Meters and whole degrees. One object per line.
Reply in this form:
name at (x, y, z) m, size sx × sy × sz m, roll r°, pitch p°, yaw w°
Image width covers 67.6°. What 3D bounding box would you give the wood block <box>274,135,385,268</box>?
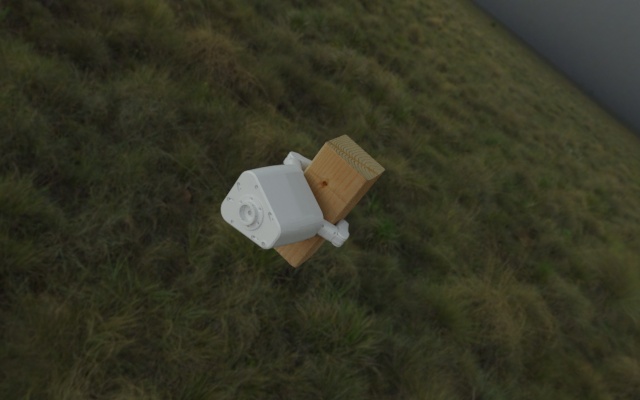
wood block at (0.000, 0.003, 0.796) m, size 0.091 × 0.206 × 0.090 m, roll 43°, pitch 28°, yaw 8°
